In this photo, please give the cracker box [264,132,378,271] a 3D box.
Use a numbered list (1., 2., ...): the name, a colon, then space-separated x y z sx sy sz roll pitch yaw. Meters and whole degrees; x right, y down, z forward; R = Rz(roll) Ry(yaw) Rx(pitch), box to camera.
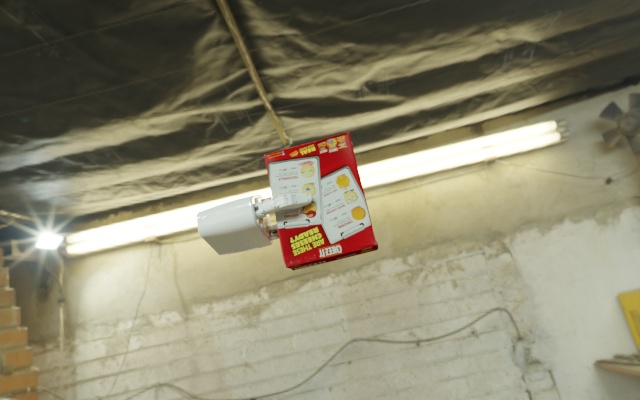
1. cracker box: 0.000 0.003 0.863 0.164 0.213 0.072 -14 -16 7
